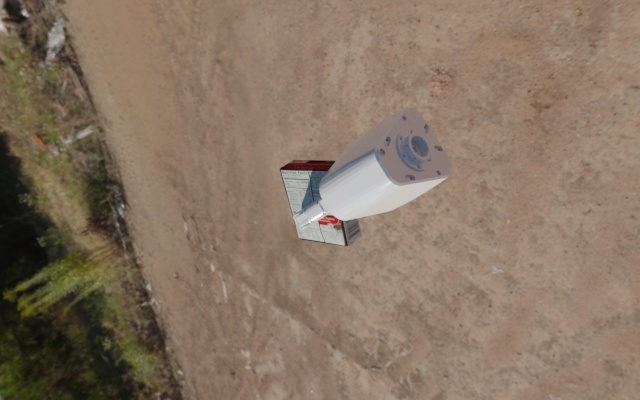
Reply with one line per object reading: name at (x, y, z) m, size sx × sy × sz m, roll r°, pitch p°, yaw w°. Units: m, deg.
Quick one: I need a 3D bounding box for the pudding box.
pudding box at (0.000, 0.002, 0.642) m, size 0.090 × 0.113 × 0.039 m, roll 6°, pitch 27°, yaw 41°
